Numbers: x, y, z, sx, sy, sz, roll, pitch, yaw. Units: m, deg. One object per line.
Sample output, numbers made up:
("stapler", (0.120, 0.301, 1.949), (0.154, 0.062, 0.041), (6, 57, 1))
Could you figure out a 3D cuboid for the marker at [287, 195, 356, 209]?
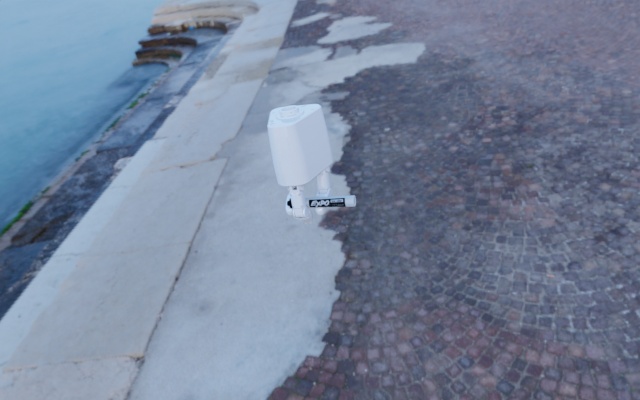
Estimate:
("marker", (0.000, 0.003, 0.820), (0.121, 0.020, 0.020), (-2, -1, 17))
